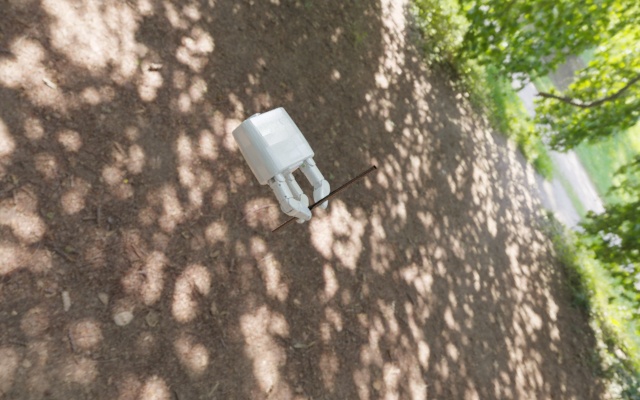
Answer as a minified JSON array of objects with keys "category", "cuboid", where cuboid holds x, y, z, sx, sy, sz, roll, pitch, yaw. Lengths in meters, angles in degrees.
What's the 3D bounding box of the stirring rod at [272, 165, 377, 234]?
[{"category":"stirring rod","cuboid":[0.000,0.003,0.822,0.239,0.011,0.011,-33,-18,31]}]
